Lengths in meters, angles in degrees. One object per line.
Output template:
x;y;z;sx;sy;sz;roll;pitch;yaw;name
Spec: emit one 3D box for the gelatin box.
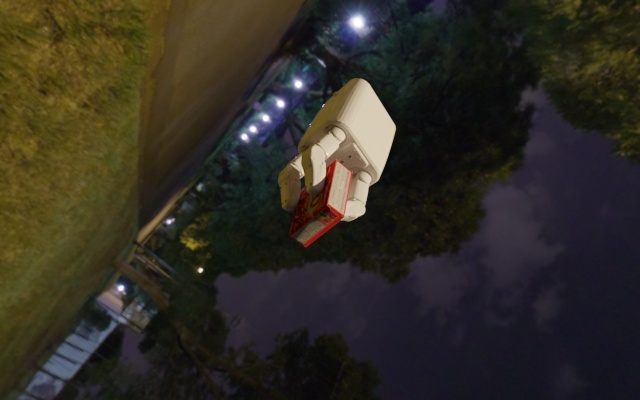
0.000;0.002;0.575;0.030;0.089;0.073;36;-52;-20;gelatin box
